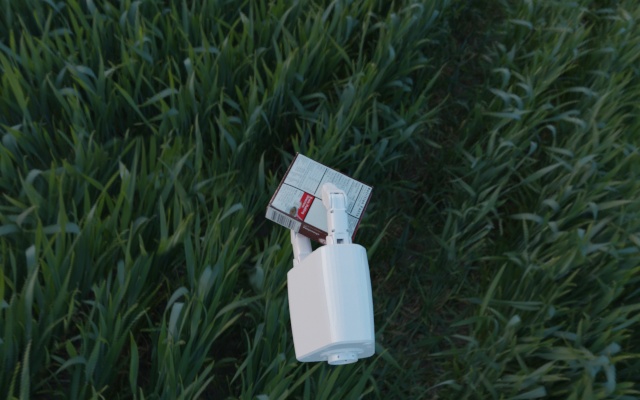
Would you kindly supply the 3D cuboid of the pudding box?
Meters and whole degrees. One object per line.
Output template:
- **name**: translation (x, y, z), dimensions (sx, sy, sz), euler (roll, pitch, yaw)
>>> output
- **pudding box**: translation (0.000, 0.002, 0.606), dimensions (0.113, 0.090, 0.039), euler (26, -28, 0)
